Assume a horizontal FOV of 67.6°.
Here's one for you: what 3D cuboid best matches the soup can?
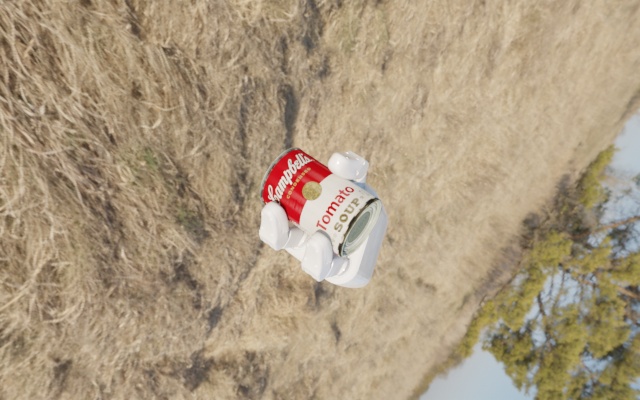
[{"bbox_3d":[0.000,0.001,0.468,0.102,0.068,0.068,34,14,22],"label":"soup can"}]
